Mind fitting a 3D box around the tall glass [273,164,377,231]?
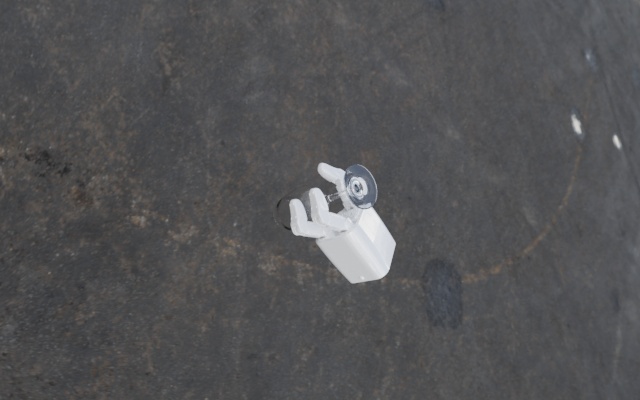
[{"bbox_3d":[0.001,0.002,0.828,0.079,0.079,0.201,0,-14,-42],"label":"tall glass"}]
